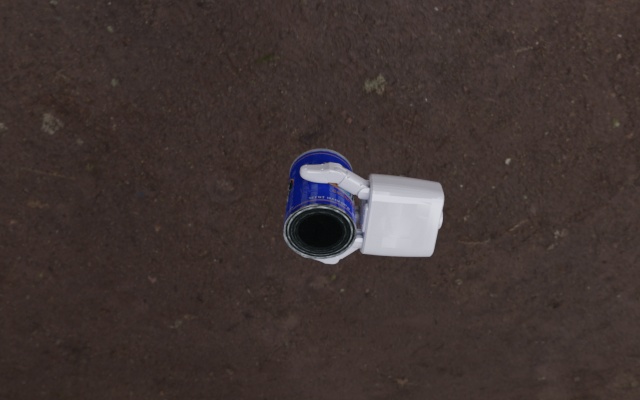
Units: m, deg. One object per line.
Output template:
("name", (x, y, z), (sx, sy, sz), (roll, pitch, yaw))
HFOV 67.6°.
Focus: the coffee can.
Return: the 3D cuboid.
("coffee can", (0.000, 0.002, 0.714), (0.103, 0.103, 0.140), (0, 38, 1))
